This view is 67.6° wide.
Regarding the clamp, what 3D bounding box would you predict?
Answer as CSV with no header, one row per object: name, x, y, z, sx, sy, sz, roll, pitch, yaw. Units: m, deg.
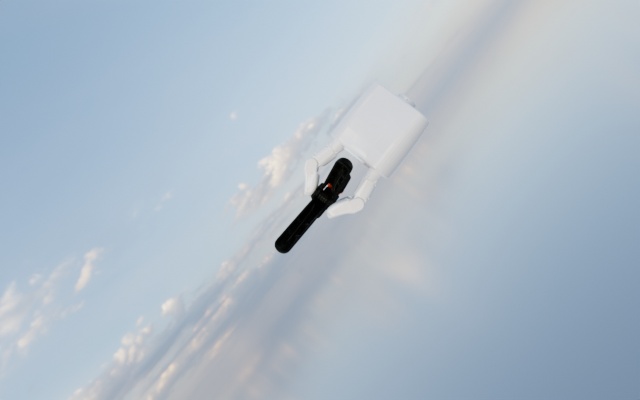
clamp,0.000,0.002,0.743,0.036,0.164,0.210,40,8,3
